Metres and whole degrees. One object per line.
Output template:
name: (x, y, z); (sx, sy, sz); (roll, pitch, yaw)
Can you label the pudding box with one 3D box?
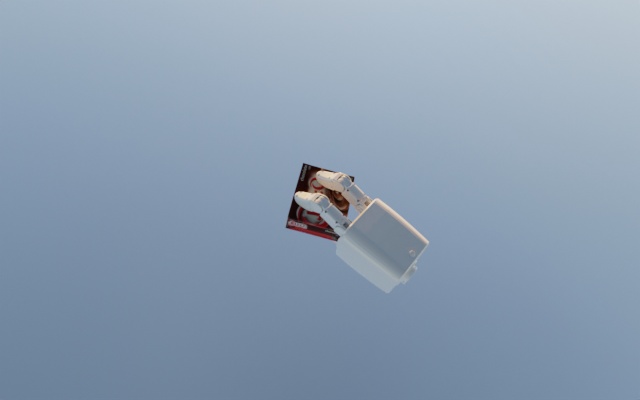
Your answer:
pudding box: (0.000, 0.003, 0.766); (0.090, 0.113, 0.039); (15, -35, -3)
